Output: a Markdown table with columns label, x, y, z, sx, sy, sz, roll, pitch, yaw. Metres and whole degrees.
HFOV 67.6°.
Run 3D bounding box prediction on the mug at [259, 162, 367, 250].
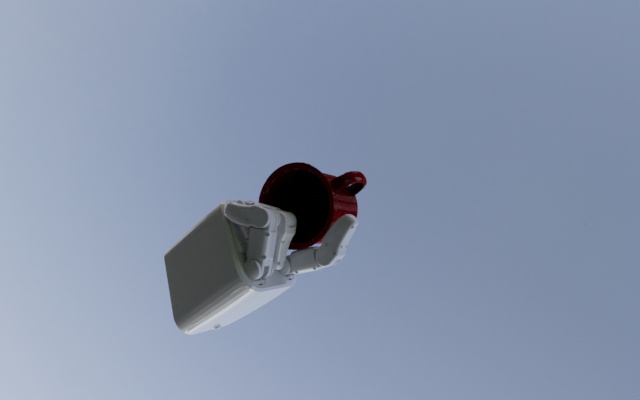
| label | x | y | z | sx | sy | sz | roll | pitch | yaw |
| --- | --- | --- | --- | --- | --- | --- | --- | --- | --- |
| mug | 0.001 | 0.001 | 0.533 | 0.117 | 0.093 | 0.081 | -35 | -18 | 21 |
